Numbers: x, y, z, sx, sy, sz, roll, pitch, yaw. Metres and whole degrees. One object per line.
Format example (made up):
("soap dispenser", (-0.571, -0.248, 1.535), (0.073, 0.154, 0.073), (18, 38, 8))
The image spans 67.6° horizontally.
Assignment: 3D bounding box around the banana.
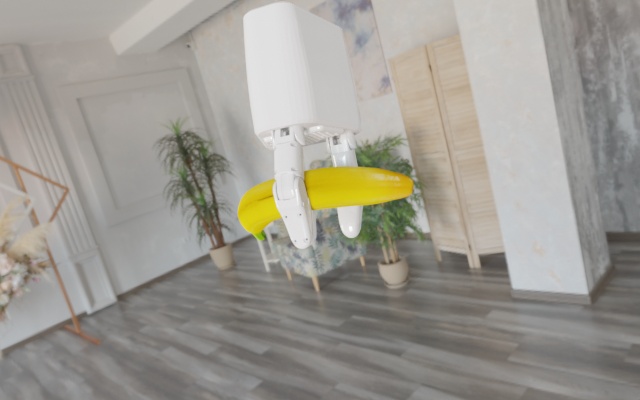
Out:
("banana", (-0.015, -0.002, 0.434), (0.198, 0.037, 0.069), (-17, -23, 39))
